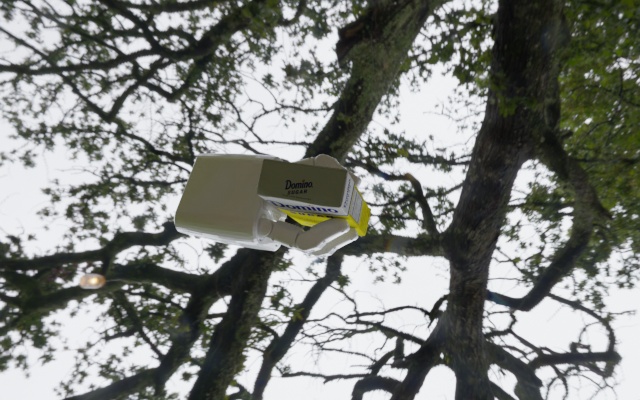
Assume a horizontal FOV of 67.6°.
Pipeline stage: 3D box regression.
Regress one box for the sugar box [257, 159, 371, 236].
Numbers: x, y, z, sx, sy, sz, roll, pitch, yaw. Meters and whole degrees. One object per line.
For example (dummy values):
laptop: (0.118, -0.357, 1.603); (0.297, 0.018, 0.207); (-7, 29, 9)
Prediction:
sugar box: (0.000, 0.002, 0.556); (0.093, 0.048, 0.176); (9, -8, 16)
